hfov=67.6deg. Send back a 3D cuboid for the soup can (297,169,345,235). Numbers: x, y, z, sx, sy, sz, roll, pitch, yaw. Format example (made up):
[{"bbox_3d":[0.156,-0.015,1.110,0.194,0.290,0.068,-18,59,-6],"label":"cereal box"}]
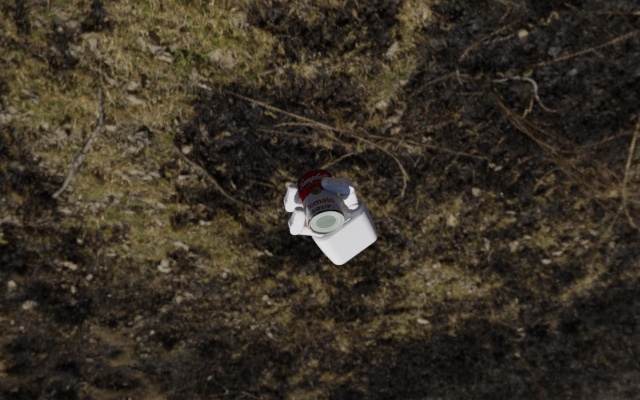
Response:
[{"bbox_3d":[0.000,0.003,0.853,0.068,0.102,0.069,-9,-40,-8],"label":"soup can"}]
